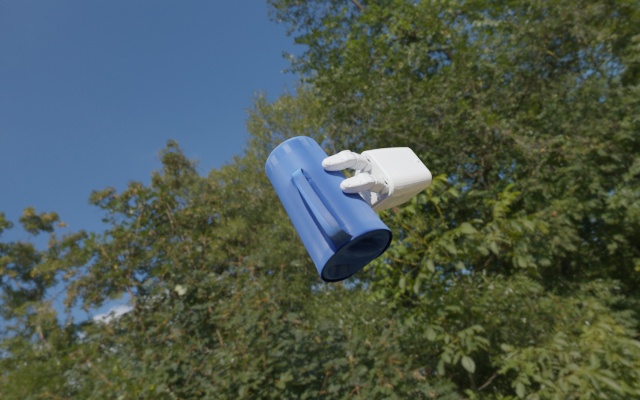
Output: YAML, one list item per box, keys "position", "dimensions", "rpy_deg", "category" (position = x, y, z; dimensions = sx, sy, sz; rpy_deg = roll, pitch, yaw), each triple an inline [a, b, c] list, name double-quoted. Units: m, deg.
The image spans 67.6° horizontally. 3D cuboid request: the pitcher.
- position: [0.000, 0.003, 0.800]
  dimensions: [0.145, 0.242, 0.149]
  rpy_deg: [-13, -36, -34]
  category: "pitcher"
